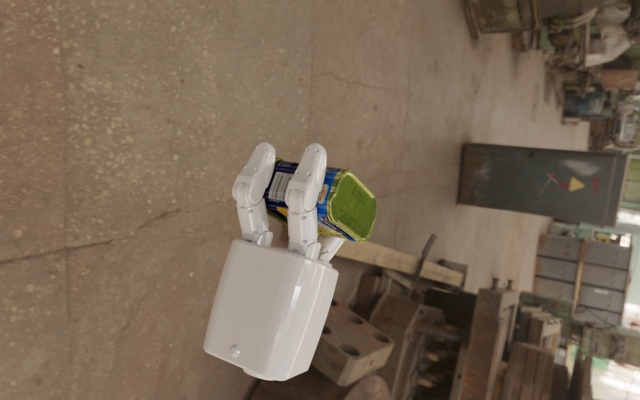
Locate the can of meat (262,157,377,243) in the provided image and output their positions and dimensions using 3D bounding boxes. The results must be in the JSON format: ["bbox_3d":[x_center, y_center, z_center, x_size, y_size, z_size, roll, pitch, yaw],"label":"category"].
[{"bbox_3d":[0.000,0.002,0.475,0.084,0.057,0.102,10,-15,31],"label":"can of meat"}]
